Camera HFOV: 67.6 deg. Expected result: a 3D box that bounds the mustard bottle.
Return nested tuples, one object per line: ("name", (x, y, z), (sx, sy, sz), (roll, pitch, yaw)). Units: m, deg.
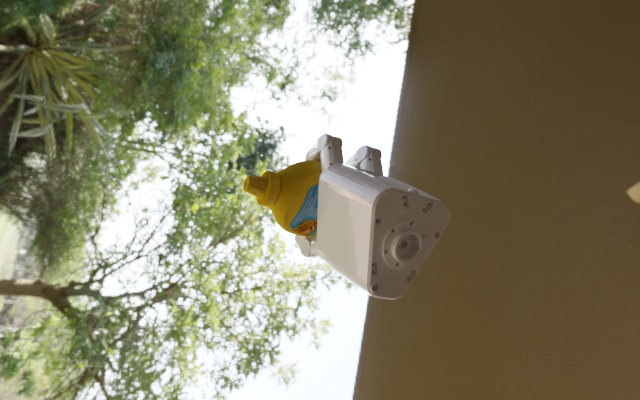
("mustard bottle", (0.000, 0.002, 0.571), (0.191, 0.096, 0.058), (13, 33, -28))
